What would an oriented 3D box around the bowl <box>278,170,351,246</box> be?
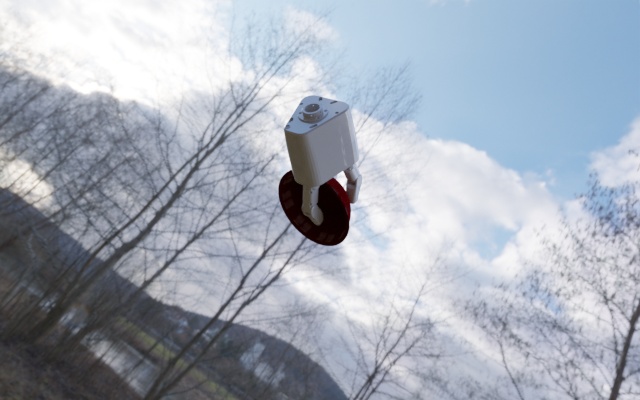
[{"bbox_3d":[0.000,0.004,0.878,0.162,0.162,0.055,0,30,43],"label":"bowl"}]
